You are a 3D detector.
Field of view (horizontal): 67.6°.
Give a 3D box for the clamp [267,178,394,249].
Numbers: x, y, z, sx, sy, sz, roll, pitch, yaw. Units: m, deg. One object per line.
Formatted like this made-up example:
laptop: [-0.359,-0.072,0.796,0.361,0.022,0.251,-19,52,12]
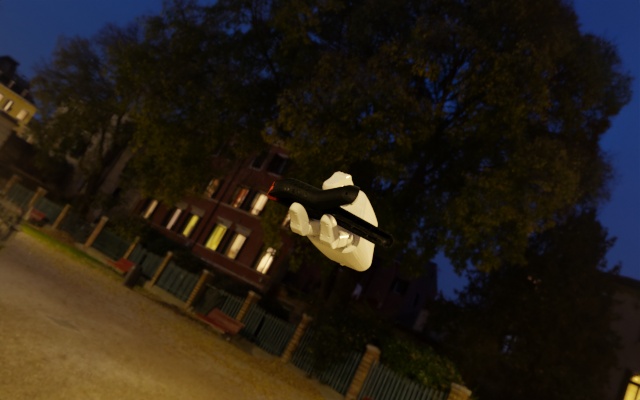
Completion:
clamp: [0.000,0.002,0.714,0.210,0.036,0.165,19,-20,28]
